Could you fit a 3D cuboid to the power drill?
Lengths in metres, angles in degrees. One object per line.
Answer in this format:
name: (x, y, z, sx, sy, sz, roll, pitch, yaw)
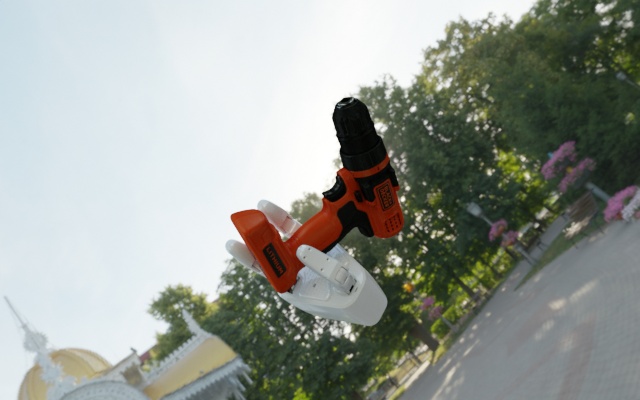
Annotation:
power drill: (0.000, 0.002, 0.527, 0.187, 0.184, 0.057, -31, 33, -12)
